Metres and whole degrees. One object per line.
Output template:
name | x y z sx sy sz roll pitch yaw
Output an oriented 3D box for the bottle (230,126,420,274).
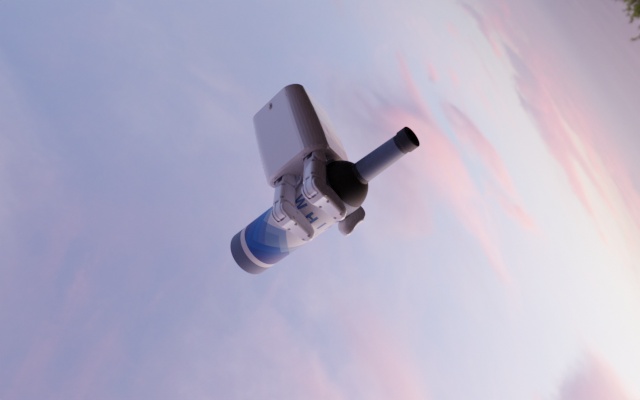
bottle | 0.000 0.002 0.607 0.296 0.069 0.069 -36 -20 31
